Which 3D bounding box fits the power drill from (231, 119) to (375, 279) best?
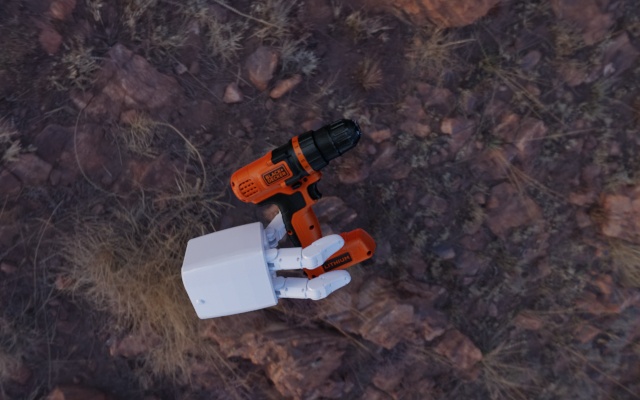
[{"bbox_3d":[0.000,0.003,0.638,0.184,0.188,0.057,-25,18,16],"label":"power drill"}]
